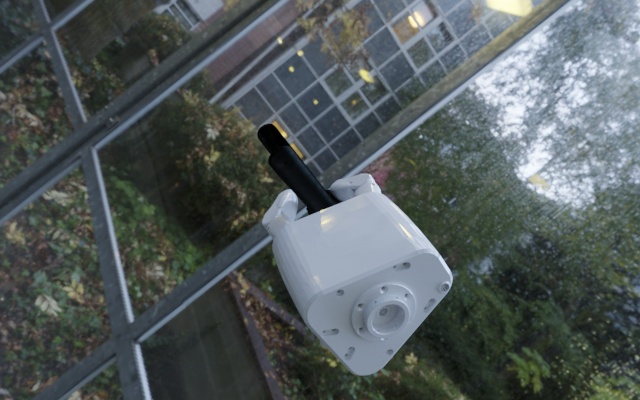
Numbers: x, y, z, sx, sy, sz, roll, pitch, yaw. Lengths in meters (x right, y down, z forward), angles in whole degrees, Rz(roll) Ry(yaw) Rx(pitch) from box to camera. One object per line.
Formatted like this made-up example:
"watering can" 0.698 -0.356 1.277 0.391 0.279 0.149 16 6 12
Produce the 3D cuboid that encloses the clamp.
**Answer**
"clamp" 0.001 0.002 0.530 0.036 0.210 0.164 -38 27 3
